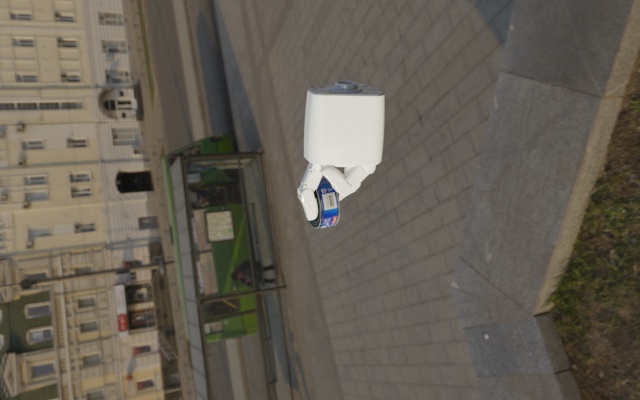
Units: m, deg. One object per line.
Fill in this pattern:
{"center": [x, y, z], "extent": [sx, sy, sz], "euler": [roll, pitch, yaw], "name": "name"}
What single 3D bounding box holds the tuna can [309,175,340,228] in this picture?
{"center": [0.000, 0.003, 0.789], "extent": [0.034, 0.086, 0.086], "euler": [-11, 4, -20], "name": "tuna can"}
